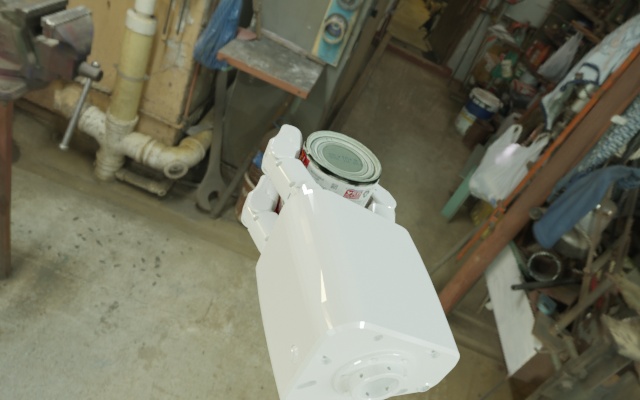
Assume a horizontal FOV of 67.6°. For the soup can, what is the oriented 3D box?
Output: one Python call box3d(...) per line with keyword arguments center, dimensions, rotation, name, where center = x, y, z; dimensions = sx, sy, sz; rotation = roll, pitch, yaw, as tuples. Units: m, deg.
box3d(center=(0.000, 0.001, 0.405), dimensions=(0.068, 0.102, 0.068), rotation=(18, 36, -13), name="soup can")
